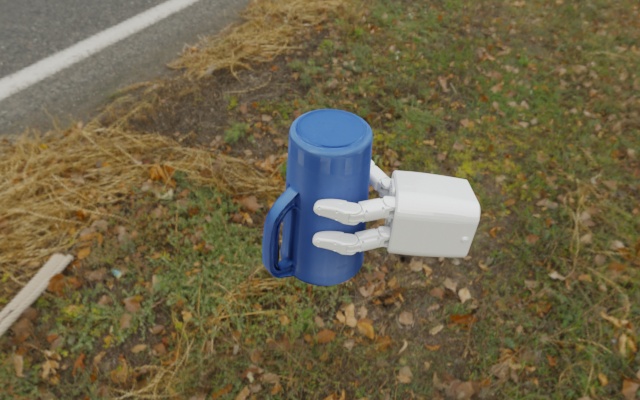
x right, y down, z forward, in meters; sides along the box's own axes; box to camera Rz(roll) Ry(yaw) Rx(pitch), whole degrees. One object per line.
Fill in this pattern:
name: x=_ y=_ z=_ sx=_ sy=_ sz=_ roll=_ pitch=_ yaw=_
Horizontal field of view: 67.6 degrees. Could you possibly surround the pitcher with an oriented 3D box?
pitcher: x=0.000 y=0.002 z=0.679 sx=0.145 sy=0.243 sz=0.149 roll=7 pitch=41 yaw=5
